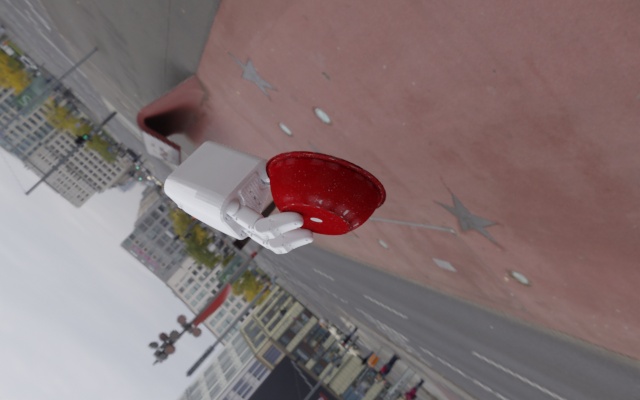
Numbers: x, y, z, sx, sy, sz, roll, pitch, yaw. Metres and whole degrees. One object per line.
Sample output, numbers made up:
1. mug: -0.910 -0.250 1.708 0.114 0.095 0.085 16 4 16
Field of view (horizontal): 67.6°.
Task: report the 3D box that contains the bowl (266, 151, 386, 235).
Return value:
1. bowl: 0.001 0.002 0.611 0.162 0.055 0.162 13 -23 6
